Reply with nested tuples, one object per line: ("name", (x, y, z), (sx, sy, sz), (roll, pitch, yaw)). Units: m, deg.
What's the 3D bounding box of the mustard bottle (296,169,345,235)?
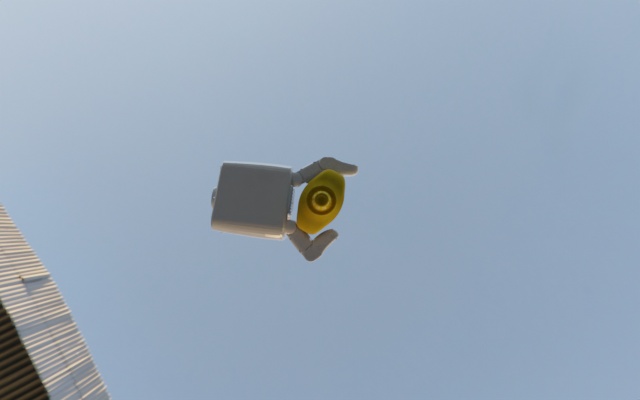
("mustard bottle", (0.000, 0.002, 0.694), (0.058, 0.096, 0.191), (31, -2, 1))
